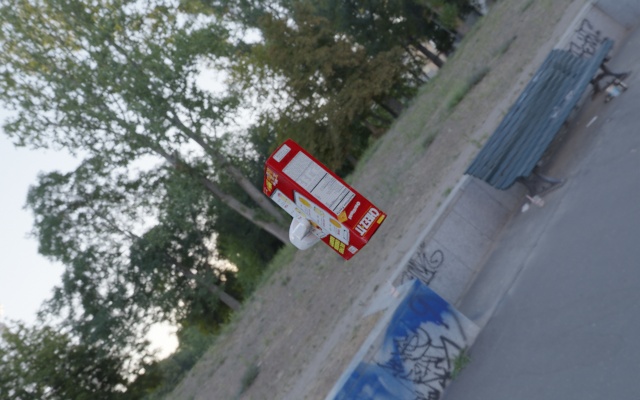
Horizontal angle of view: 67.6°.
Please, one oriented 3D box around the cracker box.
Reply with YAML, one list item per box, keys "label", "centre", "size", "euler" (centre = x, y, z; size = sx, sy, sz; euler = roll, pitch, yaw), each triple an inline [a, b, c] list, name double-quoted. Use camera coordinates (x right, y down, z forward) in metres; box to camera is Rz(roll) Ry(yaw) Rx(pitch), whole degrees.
- label: "cracker box"
  centre: [0.000, 0.003, 0.854]
  size: [0.213, 0.072, 0.164]
  euler: [38, -18, 4]
